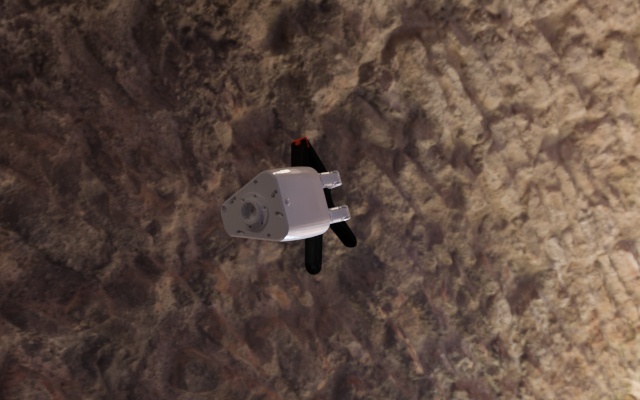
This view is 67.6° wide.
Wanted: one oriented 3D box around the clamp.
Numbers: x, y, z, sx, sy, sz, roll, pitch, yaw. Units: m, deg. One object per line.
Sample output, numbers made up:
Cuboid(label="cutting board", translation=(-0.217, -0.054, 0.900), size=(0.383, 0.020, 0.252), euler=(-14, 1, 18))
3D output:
Cuboid(label="clamp", translation=(-0.001, 0.002, 0.771), size=(0.036, 0.210, 0.164), euler=(-15, -4, 26))
